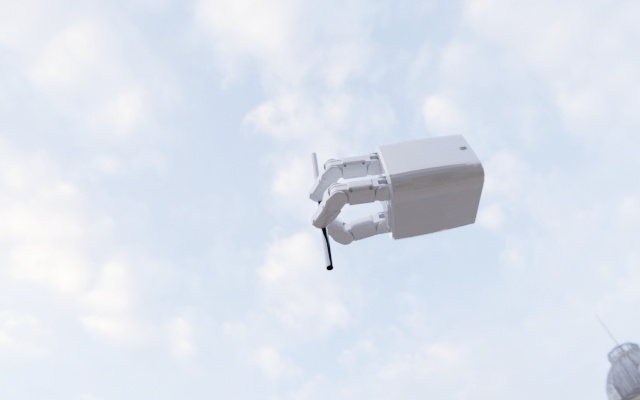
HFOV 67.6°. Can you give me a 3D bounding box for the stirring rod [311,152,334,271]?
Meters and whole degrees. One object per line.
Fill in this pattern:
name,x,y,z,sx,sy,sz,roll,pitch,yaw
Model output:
stirring rod,0.000,0.002,0.598,0.011,0.011,0.239,0,35,-6
